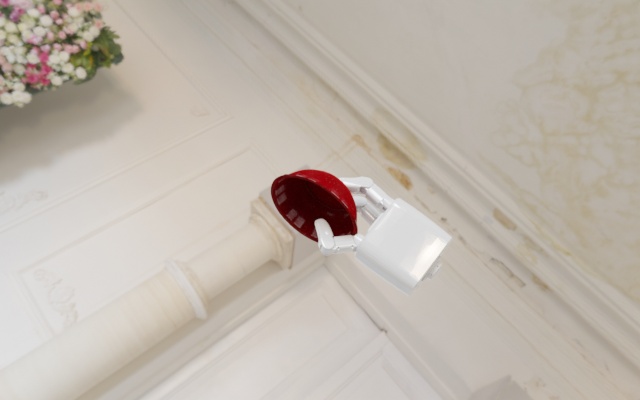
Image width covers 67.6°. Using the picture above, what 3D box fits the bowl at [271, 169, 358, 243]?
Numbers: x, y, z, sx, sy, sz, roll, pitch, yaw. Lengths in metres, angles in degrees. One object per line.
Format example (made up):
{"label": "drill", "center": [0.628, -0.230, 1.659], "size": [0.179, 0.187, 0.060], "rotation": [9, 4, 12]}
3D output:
{"label": "bowl", "center": [-0.001, 0.001, 0.777], "size": [0.162, 0.162, 0.055], "rotation": [0, 43, 43]}
